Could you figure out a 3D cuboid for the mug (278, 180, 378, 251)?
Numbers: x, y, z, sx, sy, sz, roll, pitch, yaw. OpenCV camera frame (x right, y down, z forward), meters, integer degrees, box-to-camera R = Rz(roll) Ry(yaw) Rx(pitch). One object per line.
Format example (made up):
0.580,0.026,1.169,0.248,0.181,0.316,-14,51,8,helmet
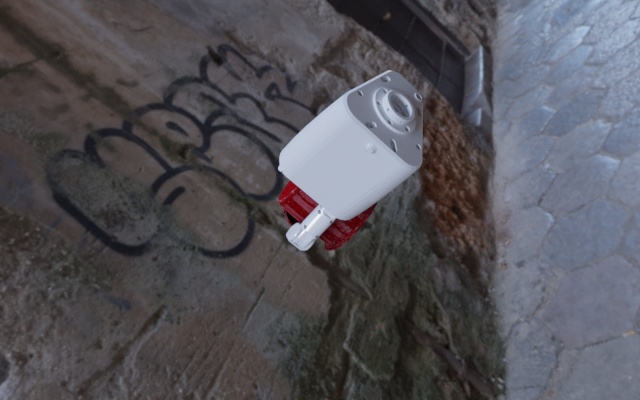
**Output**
-0.001,0.002,0.555,0.081,0.093,0.117,40,-44,-12,mug
